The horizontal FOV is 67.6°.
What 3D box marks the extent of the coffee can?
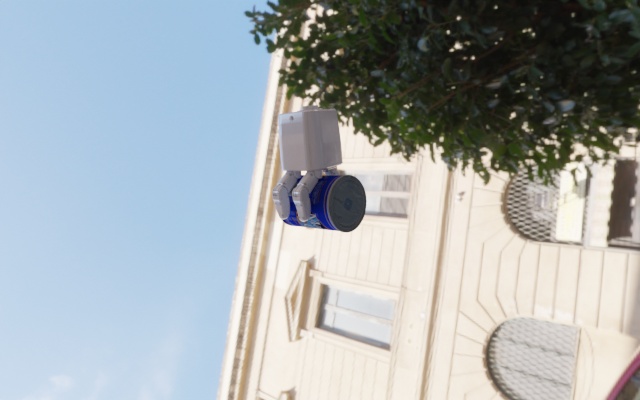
[{"bbox_3d":[0.000,0.003,0.892,0.140,0.103,0.103,3,2,44],"label":"coffee can"}]
